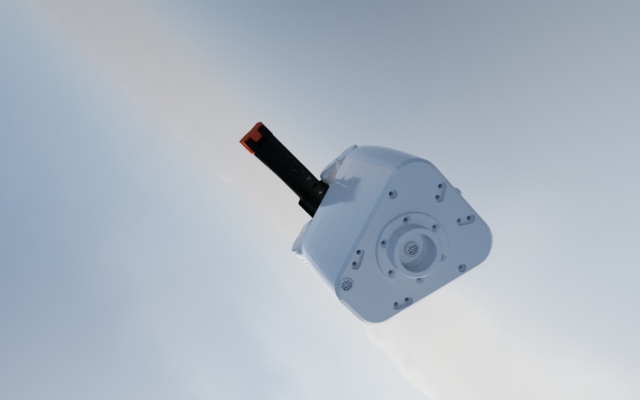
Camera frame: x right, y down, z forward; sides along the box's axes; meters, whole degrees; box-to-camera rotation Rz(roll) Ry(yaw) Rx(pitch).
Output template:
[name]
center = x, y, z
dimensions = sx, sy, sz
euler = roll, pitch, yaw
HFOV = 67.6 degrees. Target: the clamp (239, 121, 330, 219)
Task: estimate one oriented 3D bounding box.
[clamp]
center = -0.001, 0.002, 0.501
dimensions = 0.210, 0.036, 0.164
euler = 44, -2, -15
